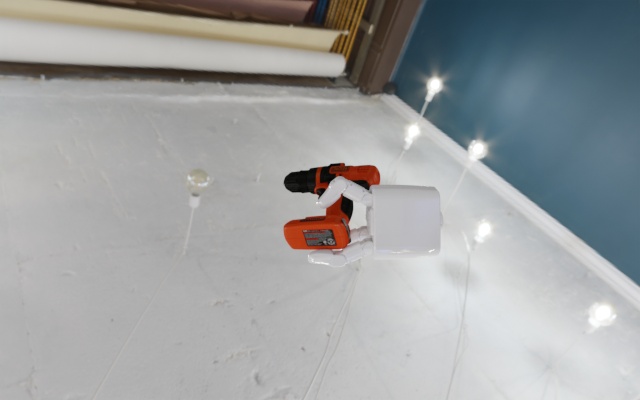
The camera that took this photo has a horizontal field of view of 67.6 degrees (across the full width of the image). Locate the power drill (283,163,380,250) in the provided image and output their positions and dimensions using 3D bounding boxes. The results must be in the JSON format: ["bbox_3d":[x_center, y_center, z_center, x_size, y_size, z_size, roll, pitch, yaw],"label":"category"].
[{"bbox_3d":[0.000,0.003,0.822,0.184,0.057,0.187,-4,37,22],"label":"power drill"}]
